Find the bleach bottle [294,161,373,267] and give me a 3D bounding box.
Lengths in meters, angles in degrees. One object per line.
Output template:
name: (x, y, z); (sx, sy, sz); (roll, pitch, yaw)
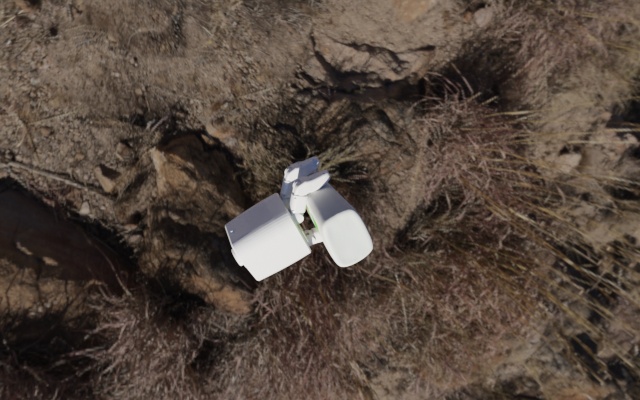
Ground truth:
bleach bottle: (0.000, 0.003, 0.814); (0.068, 0.103, 0.250); (-30, 33, -5)
